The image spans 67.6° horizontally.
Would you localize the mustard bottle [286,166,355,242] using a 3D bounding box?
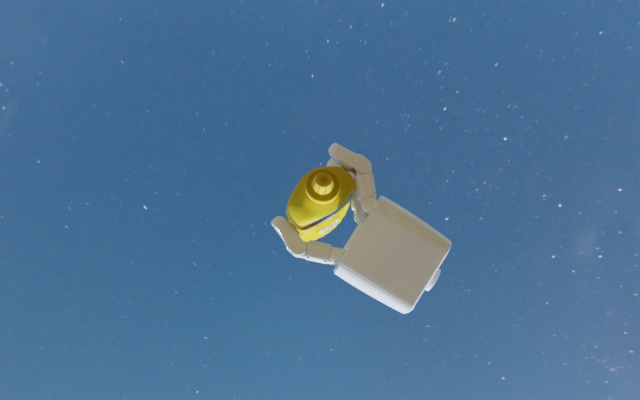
[{"bbox_3d":[0.000,0.002,0.624,0.096,0.058,0.192,-34,-11,-10],"label":"mustard bottle"}]
